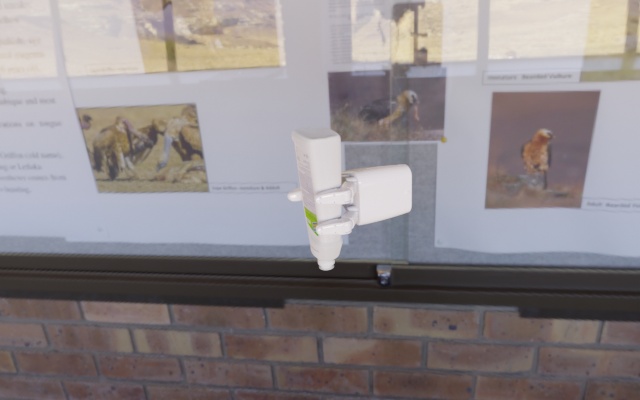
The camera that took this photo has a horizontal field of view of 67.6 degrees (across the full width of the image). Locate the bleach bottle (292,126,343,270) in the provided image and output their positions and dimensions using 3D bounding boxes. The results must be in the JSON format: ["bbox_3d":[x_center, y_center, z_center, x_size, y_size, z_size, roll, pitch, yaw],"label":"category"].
[{"bbox_3d":[0.000,0.003,0.843,0.068,0.251,0.102,-11,23,-18],"label":"bleach bottle"}]
